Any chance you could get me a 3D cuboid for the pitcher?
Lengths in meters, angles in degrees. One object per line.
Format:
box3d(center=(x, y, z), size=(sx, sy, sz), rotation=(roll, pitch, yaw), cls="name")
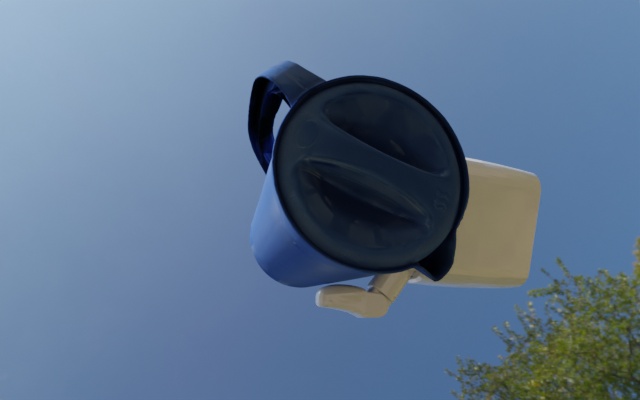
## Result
box3d(center=(0.000, 0.001, 0.409), size=(0.145, 0.149, 0.243), rotation=(7, -17, -14), cls="pitcher")
